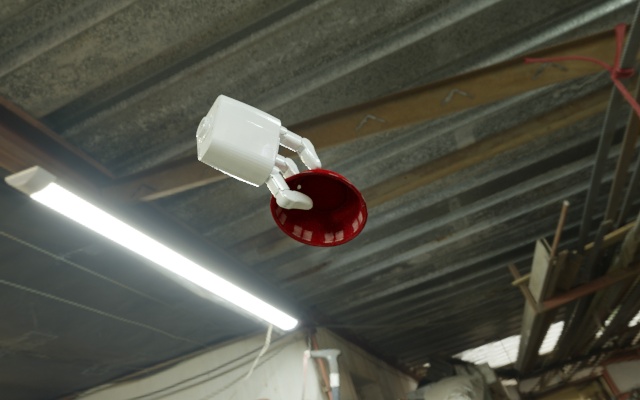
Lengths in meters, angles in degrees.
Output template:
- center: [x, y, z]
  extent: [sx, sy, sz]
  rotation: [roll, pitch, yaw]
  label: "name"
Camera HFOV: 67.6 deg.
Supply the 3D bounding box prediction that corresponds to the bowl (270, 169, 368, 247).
- center: [0.001, 0.003, 0.801]
  extent: [0.162, 0.162, 0.055]
  rotation: [0, 39, 10]
  label: "bowl"
